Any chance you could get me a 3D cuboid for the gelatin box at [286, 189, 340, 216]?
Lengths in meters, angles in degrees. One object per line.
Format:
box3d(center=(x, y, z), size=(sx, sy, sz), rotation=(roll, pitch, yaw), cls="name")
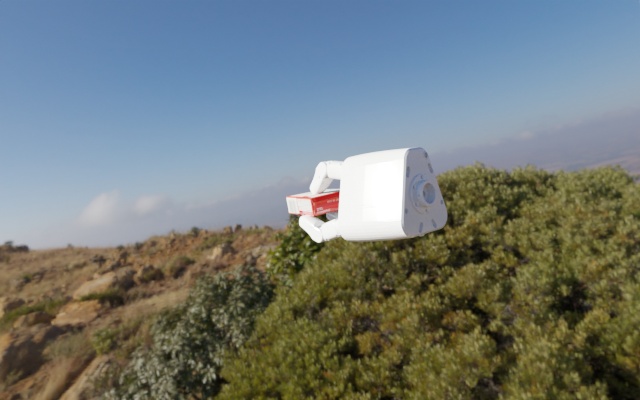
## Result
box3d(center=(0.000, 0.002, 0.725), size=(0.073, 0.030, 0.089), rotation=(-12, 7, -28), cls="gelatin box")
